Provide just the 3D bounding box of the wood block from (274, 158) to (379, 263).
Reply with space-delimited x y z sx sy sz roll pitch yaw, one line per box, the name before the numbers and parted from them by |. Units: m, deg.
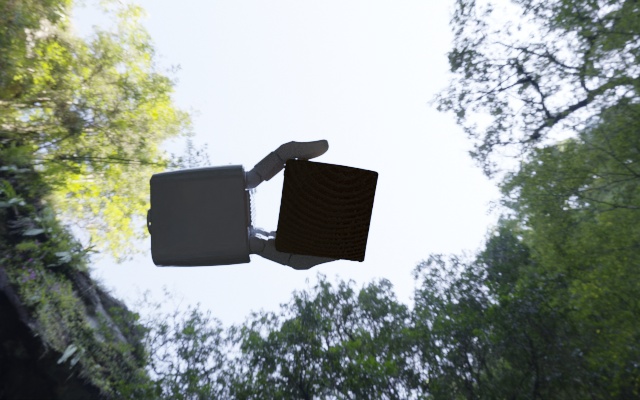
wood block | 0.000 0.001 0.548 0.090 0.091 0.206 8 4 -4
